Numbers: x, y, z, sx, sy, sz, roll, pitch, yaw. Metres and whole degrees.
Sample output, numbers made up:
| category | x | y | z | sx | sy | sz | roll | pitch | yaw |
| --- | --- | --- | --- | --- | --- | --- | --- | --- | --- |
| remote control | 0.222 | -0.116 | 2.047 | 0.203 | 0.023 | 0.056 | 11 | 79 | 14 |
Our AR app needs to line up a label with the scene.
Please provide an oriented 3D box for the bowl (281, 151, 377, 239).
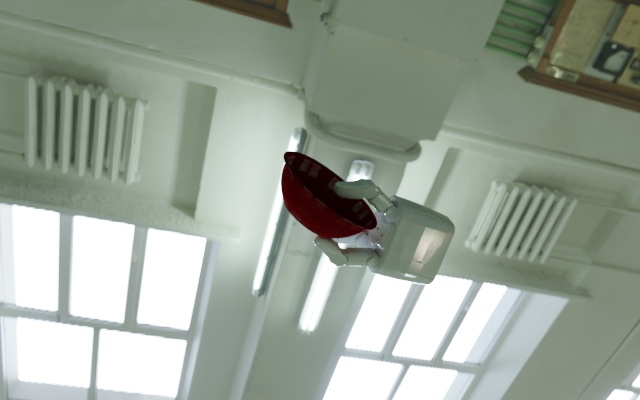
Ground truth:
| category | x | y | z | sx | sy | sz | roll | pitch | yaw |
| --- | --- | --- | --- | --- | --- | --- | --- | --- | --- |
| bowl | -0.001 | 0.002 | 0.665 | 0.162 | 0.055 | 0.162 | 36 | 17 | -13 |
